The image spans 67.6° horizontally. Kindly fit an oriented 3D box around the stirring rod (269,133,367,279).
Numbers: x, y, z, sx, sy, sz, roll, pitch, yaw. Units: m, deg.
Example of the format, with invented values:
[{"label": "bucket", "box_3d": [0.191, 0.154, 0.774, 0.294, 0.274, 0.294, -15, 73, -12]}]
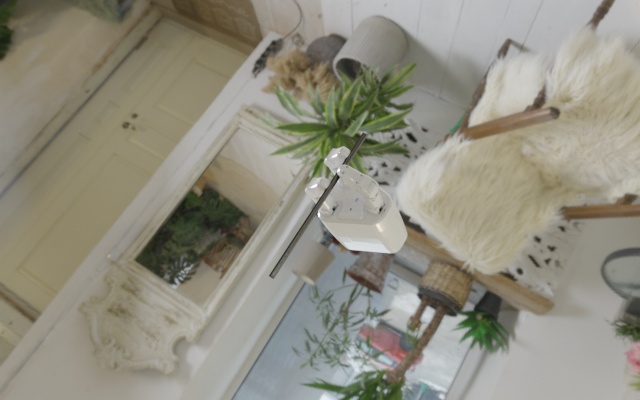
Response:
[{"label": "stirring rod", "box_3d": [0.000, 0.002, 0.646, 0.011, 0.239, 0.011, 30, -17, 10]}]
